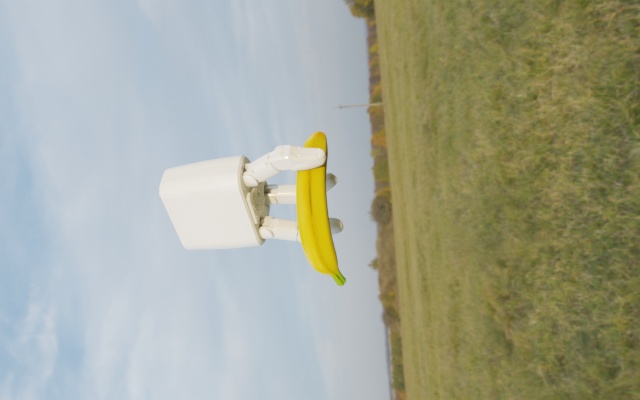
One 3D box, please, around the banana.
[{"bbox_3d":[-0.005,0.001,0.565,0.037,0.197,0.070,-10,-16,16],"label":"banana"}]
